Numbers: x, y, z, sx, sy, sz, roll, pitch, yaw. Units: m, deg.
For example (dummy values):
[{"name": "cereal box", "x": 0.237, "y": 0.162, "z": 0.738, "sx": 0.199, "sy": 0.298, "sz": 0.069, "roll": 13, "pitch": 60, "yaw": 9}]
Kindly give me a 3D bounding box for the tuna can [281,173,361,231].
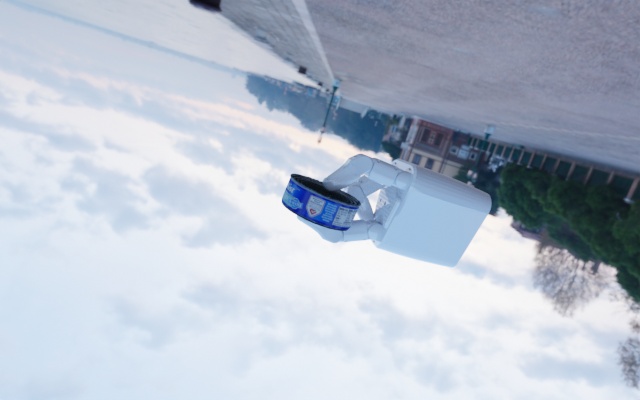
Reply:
[{"name": "tuna can", "x": 0.000, "y": 0.002, "z": 0.538, "sx": 0.086, "sy": 0.034, "sz": 0.086, "roll": 22, "pitch": 10, "yaw": -4}]
